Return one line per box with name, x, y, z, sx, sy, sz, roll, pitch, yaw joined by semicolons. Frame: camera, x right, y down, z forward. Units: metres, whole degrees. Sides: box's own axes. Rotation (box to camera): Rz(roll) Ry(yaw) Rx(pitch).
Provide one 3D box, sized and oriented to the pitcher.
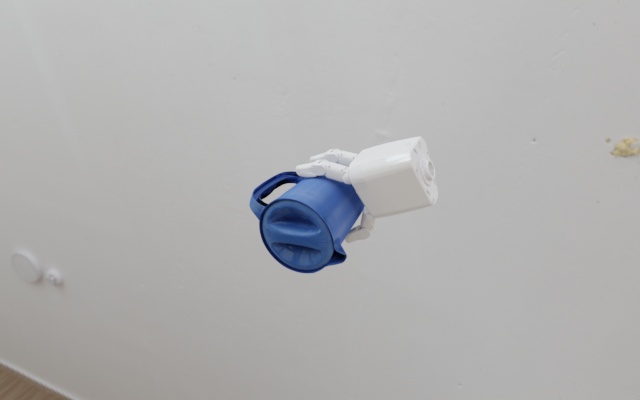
pitcher;0.000;0.003;0.834;0.145;0.149;0.242;-13;19;32
